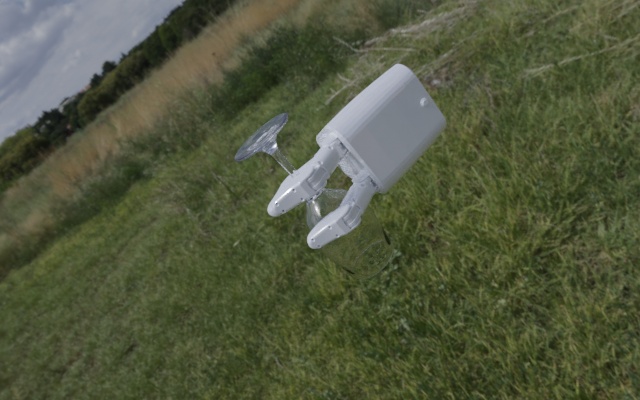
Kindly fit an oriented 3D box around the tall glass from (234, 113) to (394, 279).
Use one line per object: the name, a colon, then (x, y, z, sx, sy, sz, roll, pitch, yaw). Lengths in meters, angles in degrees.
tall glass: (0.000, 0.001, 0.534, 0.201, 0.079, 0.079, 48, -23, -22)
